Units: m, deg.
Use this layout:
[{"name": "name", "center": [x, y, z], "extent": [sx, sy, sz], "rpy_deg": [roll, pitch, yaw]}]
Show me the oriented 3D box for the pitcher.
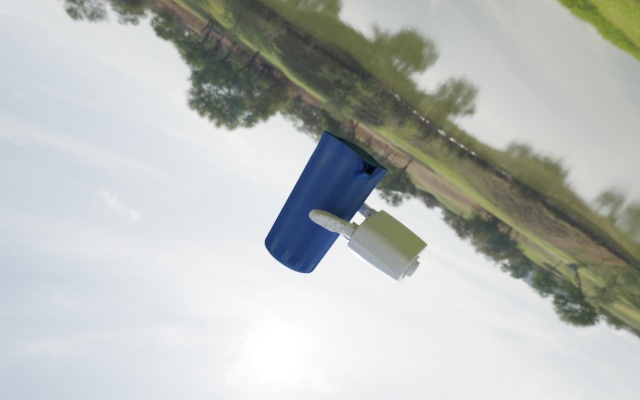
[{"name": "pitcher", "center": [0.000, 0.003, 0.867], "extent": [0.145, 0.243, 0.149], "rpy_deg": [36, 10, 18]}]
